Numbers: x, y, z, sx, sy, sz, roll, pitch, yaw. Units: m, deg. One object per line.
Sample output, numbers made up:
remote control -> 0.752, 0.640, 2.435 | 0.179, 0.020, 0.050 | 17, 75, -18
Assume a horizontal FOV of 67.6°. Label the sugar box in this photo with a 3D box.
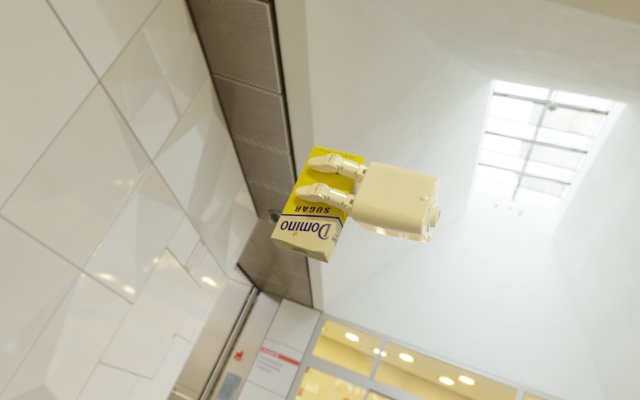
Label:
sugar box -> 0.000, 0.002, 0.758 | 0.093, 0.176, 0.048 | 14, -26, 21
